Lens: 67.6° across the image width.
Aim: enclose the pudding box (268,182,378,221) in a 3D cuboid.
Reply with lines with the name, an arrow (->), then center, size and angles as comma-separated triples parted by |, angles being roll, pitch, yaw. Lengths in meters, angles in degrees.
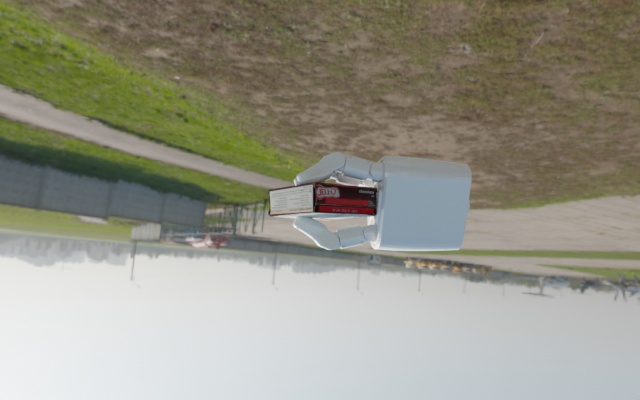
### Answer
pudding box -> 0.000, 0.002, 0.581 | 0.090, 0.039, 0.113 | 5, -8, -33
